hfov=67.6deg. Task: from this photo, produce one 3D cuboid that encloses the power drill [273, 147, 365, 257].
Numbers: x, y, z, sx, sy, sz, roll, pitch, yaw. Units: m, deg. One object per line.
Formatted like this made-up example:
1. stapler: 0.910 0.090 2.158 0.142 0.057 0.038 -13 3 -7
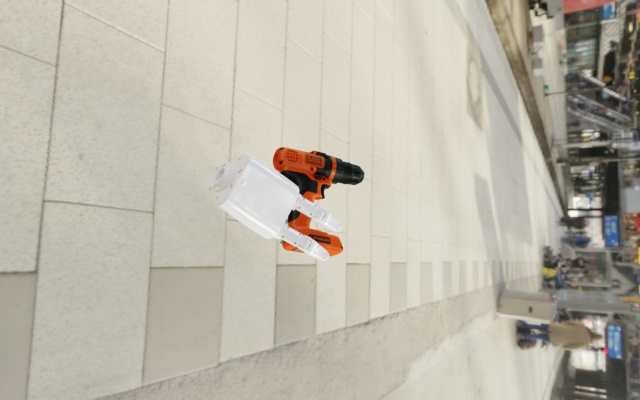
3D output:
1. power drill: 0.000 0.003 0.857 0.184 0.187 0.057 10 -24 -24
